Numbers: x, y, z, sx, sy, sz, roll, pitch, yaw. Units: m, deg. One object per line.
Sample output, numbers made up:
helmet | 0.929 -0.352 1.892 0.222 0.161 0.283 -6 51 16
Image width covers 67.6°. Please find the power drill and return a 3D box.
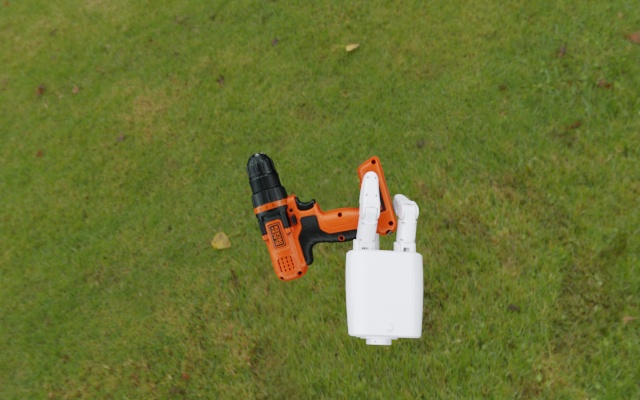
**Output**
power drill | 0.001 0.002 0.659 0.187 0.184 0.057 -17 0 11
